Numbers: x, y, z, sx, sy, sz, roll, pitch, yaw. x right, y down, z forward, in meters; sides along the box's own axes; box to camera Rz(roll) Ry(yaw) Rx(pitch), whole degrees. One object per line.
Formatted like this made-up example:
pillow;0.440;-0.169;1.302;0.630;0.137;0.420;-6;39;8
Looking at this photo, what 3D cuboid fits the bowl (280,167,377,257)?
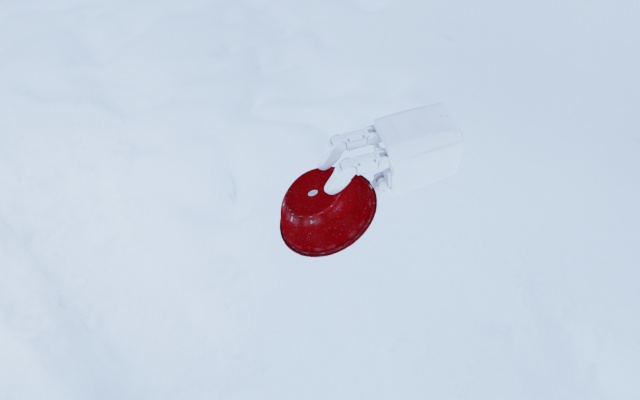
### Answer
bowl;-0.001;0.003;0.714;0.162;0.162;0.055;0;-36;29
